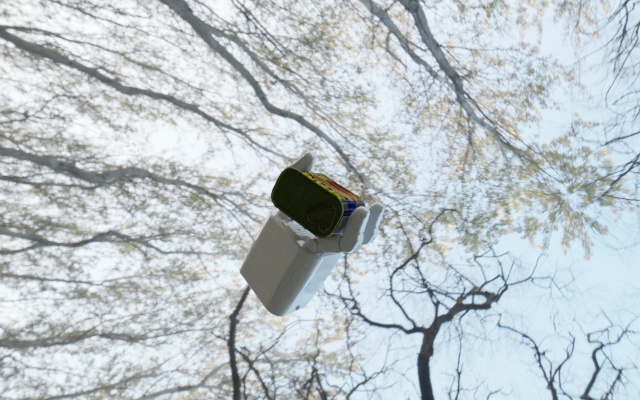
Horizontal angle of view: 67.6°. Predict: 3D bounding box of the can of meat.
[{"bbox_3d":[0.000,0.002,0.628,0.102,0.057,0.084,34,15,23],"label":"can of meat"}]
